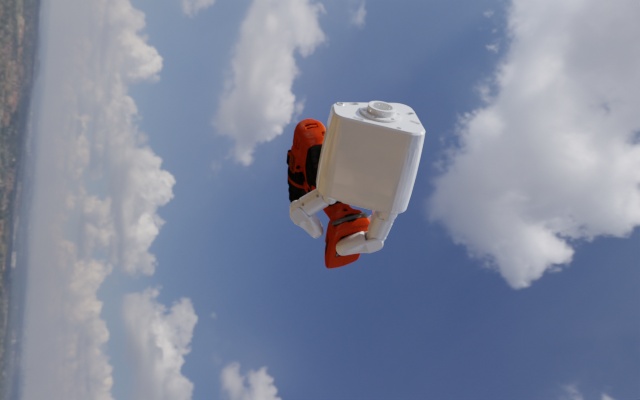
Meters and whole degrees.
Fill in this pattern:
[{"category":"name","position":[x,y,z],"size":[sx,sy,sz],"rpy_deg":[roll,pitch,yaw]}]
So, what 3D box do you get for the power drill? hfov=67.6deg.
[{"category":"power drill","position":[0.000,0.002,0.701],"size":[0.057,0.187,0.185],"rpy_deg":[-16,-33,-18]}]
